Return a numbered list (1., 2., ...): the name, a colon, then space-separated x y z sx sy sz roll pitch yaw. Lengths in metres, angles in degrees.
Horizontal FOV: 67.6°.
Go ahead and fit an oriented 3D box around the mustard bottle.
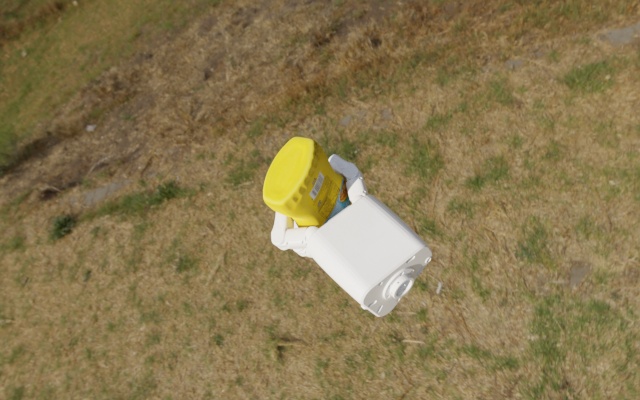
1. mustard bottle: 0.000 0.002 0.645 0.058 0.096 0.192 13 -19 32
